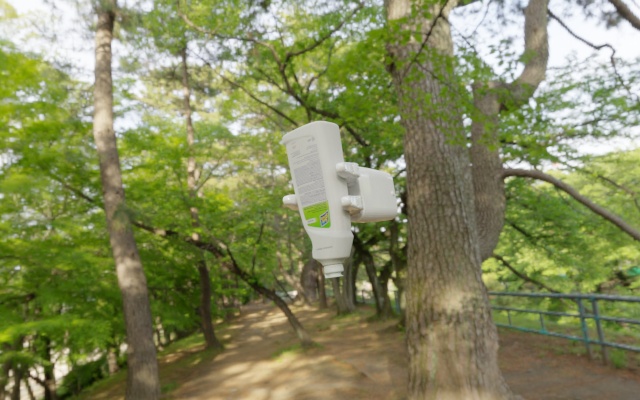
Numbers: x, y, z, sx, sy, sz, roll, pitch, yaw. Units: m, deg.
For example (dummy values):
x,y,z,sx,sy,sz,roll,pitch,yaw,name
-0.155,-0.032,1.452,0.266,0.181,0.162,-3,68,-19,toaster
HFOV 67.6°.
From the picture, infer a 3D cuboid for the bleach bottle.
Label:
x,y,z,sx,sy,sz,roll,pitch,yaw,name
0.000,0.003,0.792,0.068,0.250,0.102,2,-14,-45,bleach bottle
